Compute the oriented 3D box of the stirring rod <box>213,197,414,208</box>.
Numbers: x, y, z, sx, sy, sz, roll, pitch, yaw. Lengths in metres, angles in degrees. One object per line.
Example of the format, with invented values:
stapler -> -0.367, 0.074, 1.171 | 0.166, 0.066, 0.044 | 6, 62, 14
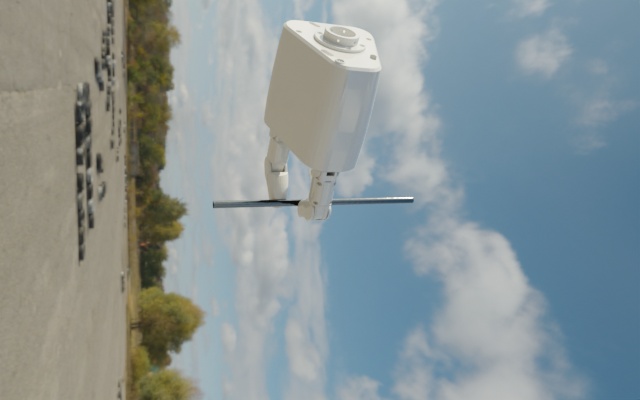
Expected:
stirring rod -> 0.000, 0.002, 0.542 | 0.239, 0.011, 0.011 | -1, 0, -21
